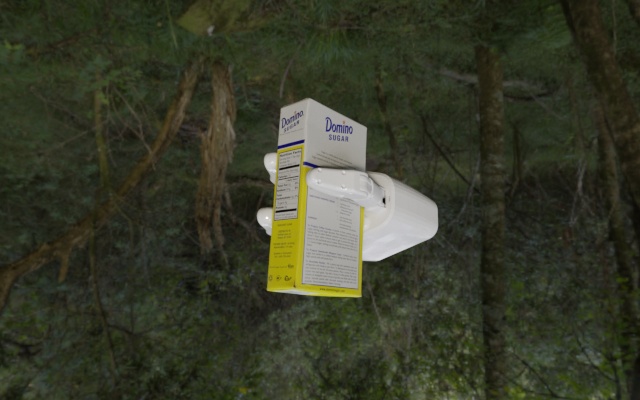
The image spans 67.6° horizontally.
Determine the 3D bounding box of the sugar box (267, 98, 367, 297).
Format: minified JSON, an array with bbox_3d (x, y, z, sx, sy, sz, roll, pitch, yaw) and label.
[{"bbox_3d":[0.000,0.002,0.462,0.048,0.176,0.093,-11,-19,41],"label":"sugar box"}]
